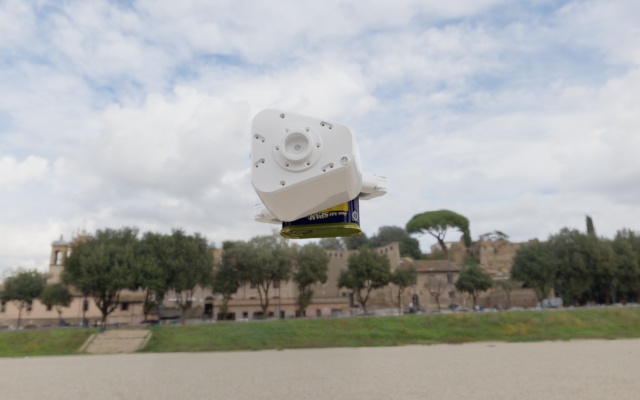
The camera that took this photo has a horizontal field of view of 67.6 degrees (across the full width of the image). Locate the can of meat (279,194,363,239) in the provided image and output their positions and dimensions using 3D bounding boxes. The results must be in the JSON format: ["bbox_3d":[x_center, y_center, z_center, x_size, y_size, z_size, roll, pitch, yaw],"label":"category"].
[{"bbox_3d":[0.000,0.002,0.607,0.102,0.084,0.057,-4,-15,11],"label":"can of meat"}]
